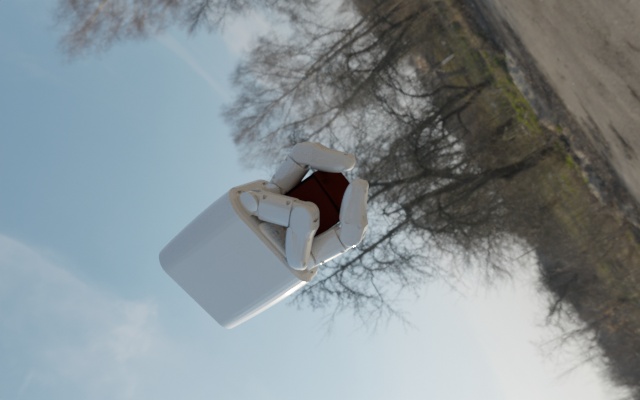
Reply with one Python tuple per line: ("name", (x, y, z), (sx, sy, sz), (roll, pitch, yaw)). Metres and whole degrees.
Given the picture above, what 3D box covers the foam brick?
("foam brick", (0.000, 0.002, 0.479), (0.051, 0.053, 0.078), (-37, -2, 20))
